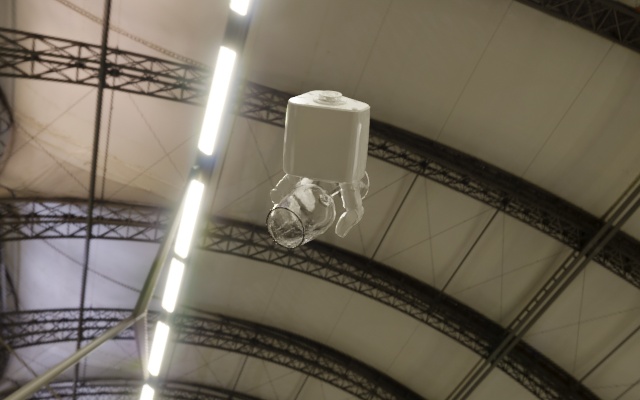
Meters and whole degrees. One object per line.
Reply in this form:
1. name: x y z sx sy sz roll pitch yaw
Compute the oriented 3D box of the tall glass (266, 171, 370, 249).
1. tall glass: 0.000 0.002 0.720 0.079 0.079 0.201 0 21 31
